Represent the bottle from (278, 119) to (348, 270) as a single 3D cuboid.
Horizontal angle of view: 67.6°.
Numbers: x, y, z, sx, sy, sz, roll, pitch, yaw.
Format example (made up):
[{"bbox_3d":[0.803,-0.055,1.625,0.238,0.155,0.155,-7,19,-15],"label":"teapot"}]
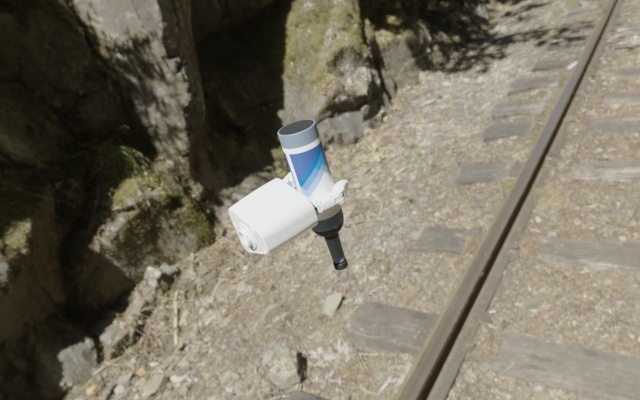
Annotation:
[{"bbox_3d":[0.000,0.003,0.863,0.069,0.296,0.069,-14,27,7],"label":"bottle"}]
